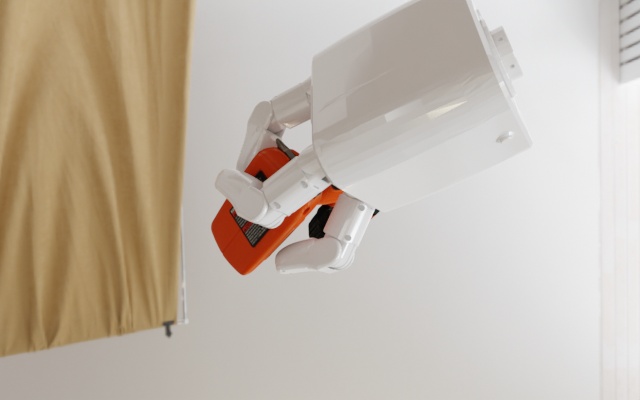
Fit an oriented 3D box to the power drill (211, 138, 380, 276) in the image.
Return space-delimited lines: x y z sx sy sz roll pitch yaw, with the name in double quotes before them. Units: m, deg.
"power drill" 0.000 0.001 0.418 0.187 0.057 0.184 -20 -25 -49
